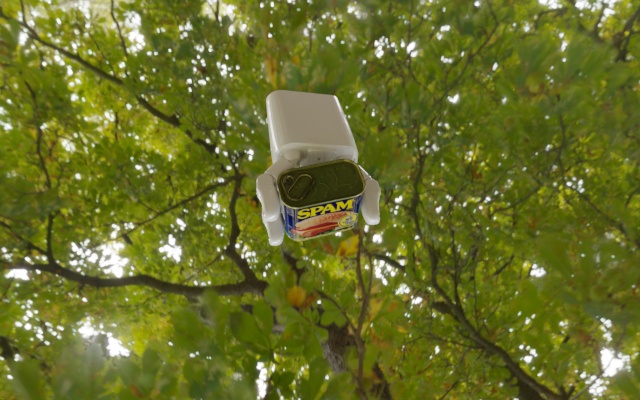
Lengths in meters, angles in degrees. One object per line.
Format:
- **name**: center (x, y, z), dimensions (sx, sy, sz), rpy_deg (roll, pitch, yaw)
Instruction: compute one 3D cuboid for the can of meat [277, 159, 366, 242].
- **can of meat**: center (0.000, 0.002, 0.592), dimensions (0.102, 0.057, 0.084), rpy_deg (-12, -33, -9)
